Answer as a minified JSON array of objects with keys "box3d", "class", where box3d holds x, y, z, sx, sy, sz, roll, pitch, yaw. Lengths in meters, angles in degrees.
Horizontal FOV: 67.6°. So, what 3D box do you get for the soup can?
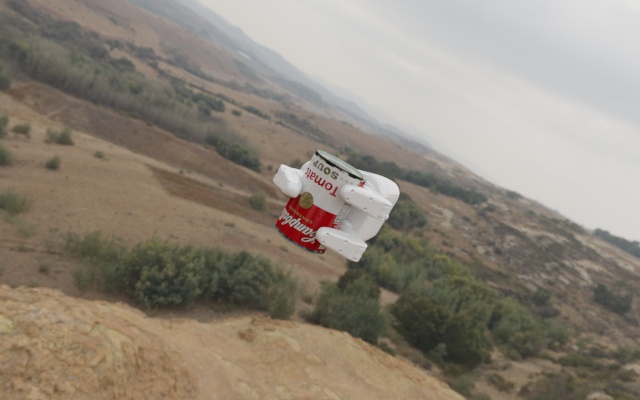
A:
[{"box3d":[0.000,0.001,0.553,0.068,0.102,0.068,28,12,-7],"class":"soup can"}]
